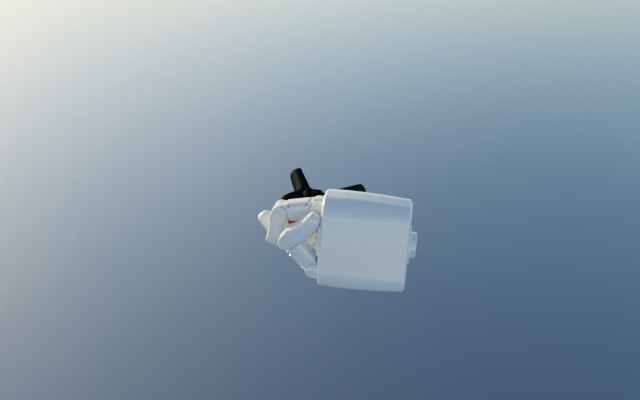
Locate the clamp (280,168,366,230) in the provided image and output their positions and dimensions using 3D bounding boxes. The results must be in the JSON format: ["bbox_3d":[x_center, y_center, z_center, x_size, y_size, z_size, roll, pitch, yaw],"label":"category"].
[{"bbox_3d":[0.000,0.002,0.679,0.120,0.039,0.171,6,29,8],"label":"clamp"}]
